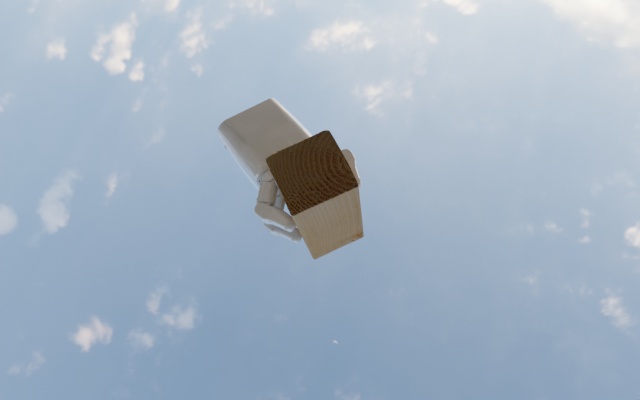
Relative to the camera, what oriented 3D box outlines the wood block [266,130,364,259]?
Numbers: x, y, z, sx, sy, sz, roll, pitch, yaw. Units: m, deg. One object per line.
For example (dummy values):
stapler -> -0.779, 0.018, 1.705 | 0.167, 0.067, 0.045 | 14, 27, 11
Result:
wood block -> 0.000, 0.002, 0.672 | 0.091, 0.090, 0.206 | -25, -22, -3
